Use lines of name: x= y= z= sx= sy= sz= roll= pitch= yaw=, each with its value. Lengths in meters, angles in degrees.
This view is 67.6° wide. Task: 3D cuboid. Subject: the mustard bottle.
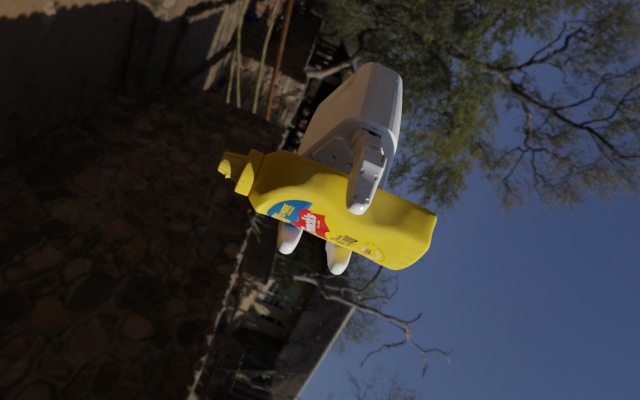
mustard bottle: x=0.000 y=0.002 z=0.433 sx=0.191 sy=0.058 sz=0.096 roll=24 pitch=-18 yaw=-9
